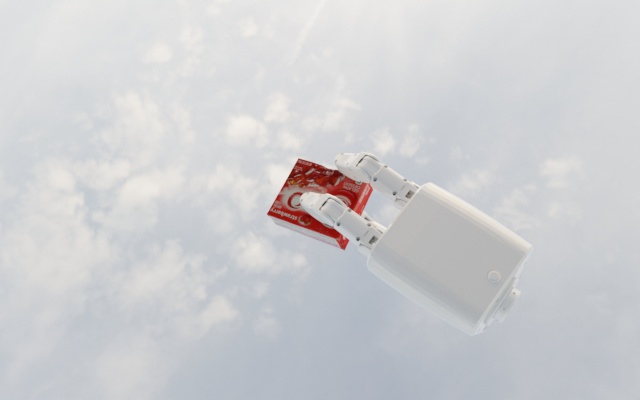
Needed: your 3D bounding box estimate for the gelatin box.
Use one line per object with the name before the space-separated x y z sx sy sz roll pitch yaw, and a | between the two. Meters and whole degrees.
gelatin box | 0.000 0.002 0.497 0.089 0.073 0.030 18 -20 27
